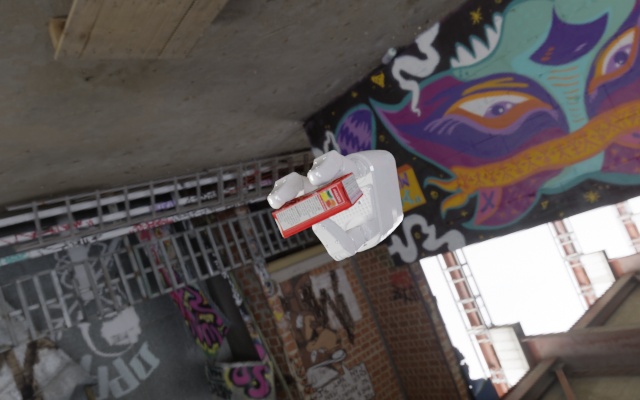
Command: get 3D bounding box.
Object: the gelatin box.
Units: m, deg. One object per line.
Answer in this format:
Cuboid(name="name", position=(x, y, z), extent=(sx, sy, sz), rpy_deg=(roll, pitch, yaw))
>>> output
Cuboid(name="gelatin box", position=(0.000, 0.002, 0.476), extent=(0.073, 0.030, 0.089), rpy_deg=(-25, 3, 14))
